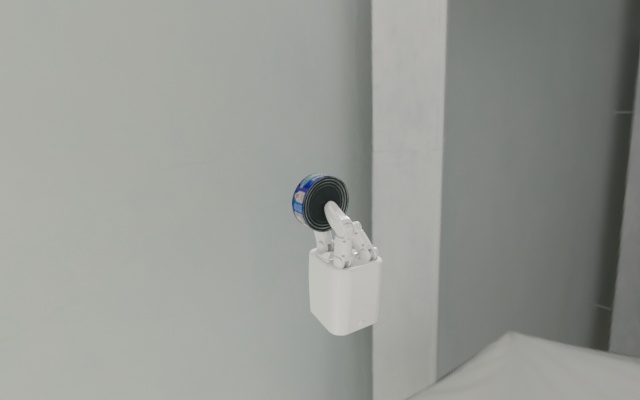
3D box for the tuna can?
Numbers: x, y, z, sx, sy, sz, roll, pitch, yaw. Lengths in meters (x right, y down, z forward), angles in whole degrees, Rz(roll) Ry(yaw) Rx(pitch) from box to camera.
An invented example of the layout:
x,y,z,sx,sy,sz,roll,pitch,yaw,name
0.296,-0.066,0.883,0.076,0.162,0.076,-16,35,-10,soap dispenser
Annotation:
x,y,z,sx,sy,sz,roll,pitch,yaw,name
0.000,0.002,0.722,0.086,0.086,0.033,0,13,-38,tuna can
